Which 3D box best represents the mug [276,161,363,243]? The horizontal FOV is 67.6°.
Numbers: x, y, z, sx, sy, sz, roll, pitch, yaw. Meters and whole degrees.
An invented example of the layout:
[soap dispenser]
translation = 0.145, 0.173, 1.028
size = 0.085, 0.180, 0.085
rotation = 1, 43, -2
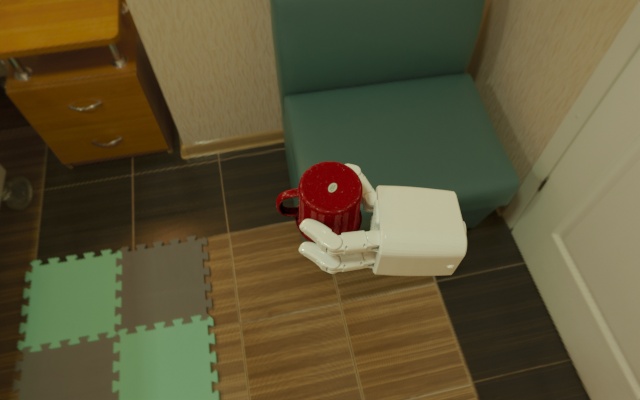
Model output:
[mug]
translation = -0.001, 0.002, 0.630
size = 0.117, 0.093, 0.082
rotation = 2, -32, -1
